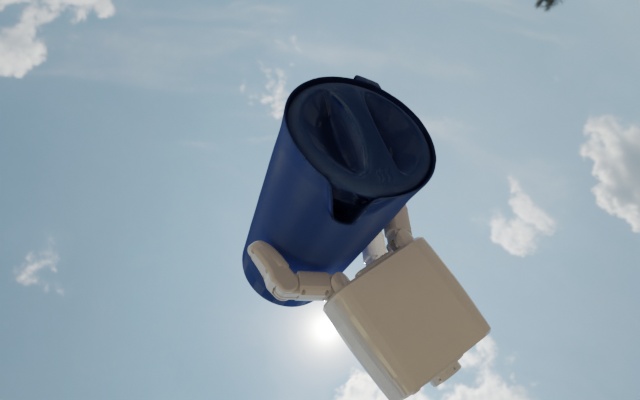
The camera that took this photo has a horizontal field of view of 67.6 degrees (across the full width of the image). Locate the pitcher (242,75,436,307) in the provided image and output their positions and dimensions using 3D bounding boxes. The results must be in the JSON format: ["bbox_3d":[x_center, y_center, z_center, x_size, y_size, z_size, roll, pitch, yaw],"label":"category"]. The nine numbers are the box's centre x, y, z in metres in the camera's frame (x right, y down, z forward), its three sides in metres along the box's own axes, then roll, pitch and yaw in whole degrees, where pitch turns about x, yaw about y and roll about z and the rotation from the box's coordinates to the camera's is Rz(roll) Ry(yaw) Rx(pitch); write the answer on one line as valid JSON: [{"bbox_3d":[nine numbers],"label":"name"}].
[{"bbox_3d":[0.000,0.002,0.480,0.149,0.145,0.243,-23,-23,-35],"label":"pitcher"}]
